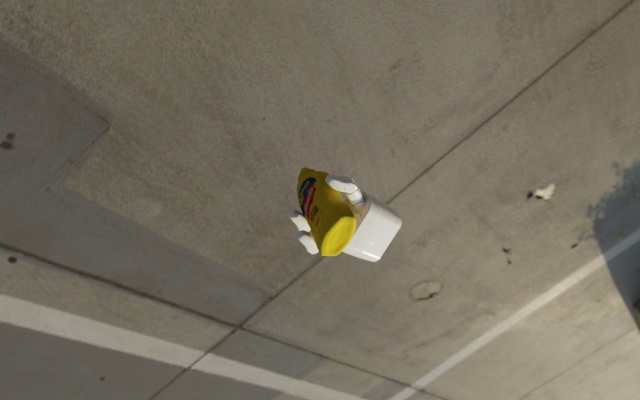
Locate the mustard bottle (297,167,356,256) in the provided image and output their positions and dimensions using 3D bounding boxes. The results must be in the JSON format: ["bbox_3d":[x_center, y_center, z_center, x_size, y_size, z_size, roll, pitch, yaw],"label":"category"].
[{"bbox_3d":[0.000,0.003,0.870,0.058,0.096,0.191,2,39,-26],"label":"mustard bottle"}]
